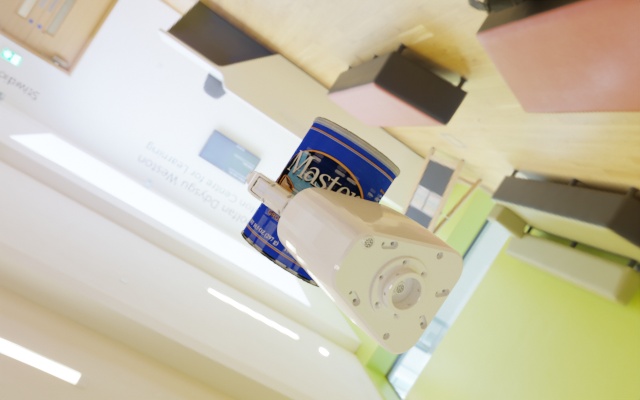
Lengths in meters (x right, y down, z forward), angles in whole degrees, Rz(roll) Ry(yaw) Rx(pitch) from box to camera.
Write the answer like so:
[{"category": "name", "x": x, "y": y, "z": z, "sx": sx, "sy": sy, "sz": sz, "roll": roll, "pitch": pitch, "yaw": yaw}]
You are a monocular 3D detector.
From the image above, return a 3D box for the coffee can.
[{"category": "coffee can", "x": 0.000, "y": 0.001, "z": 0.486, "sx": 0.103, "sy": 0.140, "sz": 0.103, "roll": 33, "pitch": 1, "yaw": 0}]
